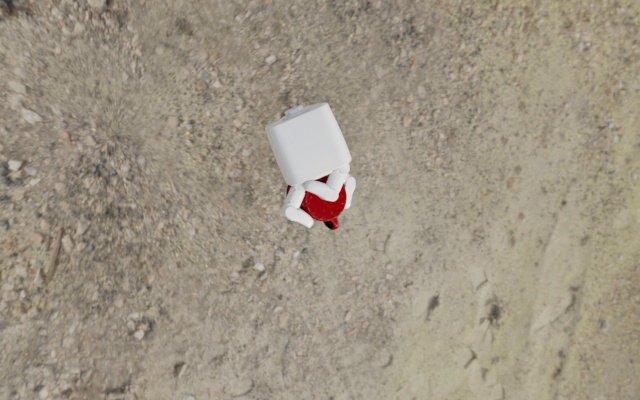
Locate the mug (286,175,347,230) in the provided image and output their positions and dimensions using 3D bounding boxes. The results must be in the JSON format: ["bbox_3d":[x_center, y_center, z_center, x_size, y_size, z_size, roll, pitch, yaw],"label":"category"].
[{"bbox_3d":[0.001,0.004,0.858,0.093,0.117,0.081,-30,17,-17],"label":"mug"}]
